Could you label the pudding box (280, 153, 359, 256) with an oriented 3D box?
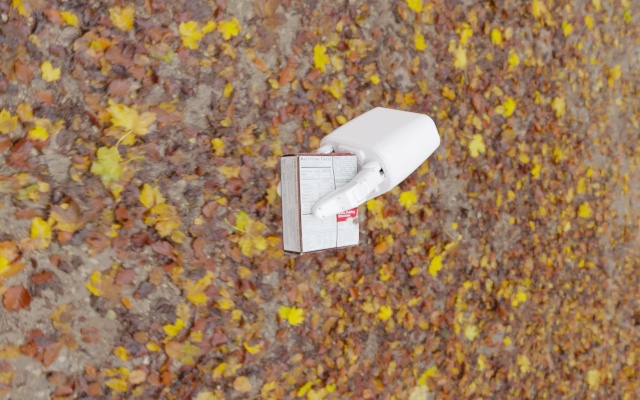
[{"bbox_3d":[0.000,0.002,0.550,0.090,0.113,0.039,-4,2,-38],"label":"pudding box"}]
